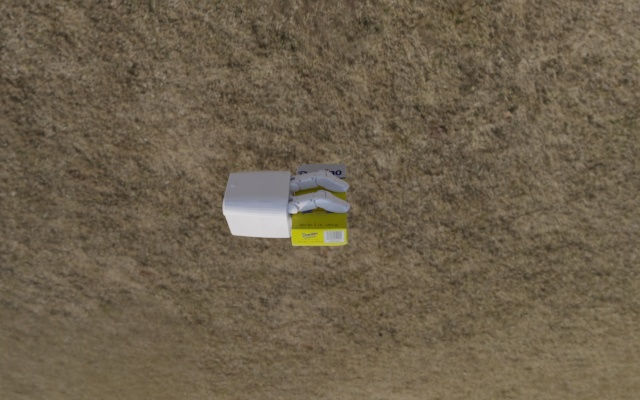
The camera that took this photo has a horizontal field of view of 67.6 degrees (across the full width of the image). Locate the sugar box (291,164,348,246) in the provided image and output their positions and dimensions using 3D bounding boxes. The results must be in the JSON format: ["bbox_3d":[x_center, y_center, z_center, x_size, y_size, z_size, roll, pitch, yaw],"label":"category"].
[{"bbox_3d":[0.000,0.002,0.838,0.093,0.048,0.176,0,43,1],"label":"sugar box"}]
